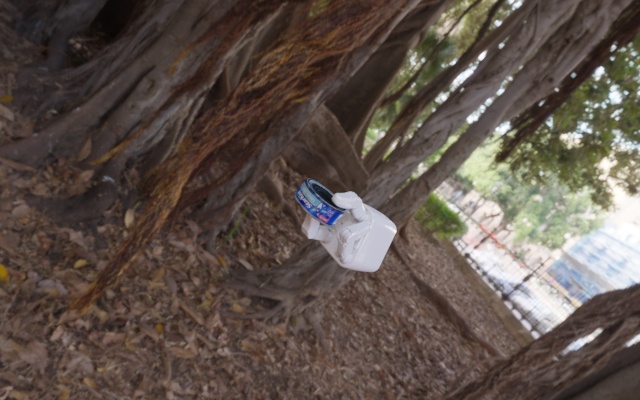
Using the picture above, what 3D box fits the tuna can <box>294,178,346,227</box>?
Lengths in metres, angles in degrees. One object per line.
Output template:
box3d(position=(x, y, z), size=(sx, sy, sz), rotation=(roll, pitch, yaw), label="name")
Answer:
box3d(position=(0.000, 0.002, 0.791), size=(0.086, 0.034, 0.086), rotation=(37, 15, -12), label="tuna can")
